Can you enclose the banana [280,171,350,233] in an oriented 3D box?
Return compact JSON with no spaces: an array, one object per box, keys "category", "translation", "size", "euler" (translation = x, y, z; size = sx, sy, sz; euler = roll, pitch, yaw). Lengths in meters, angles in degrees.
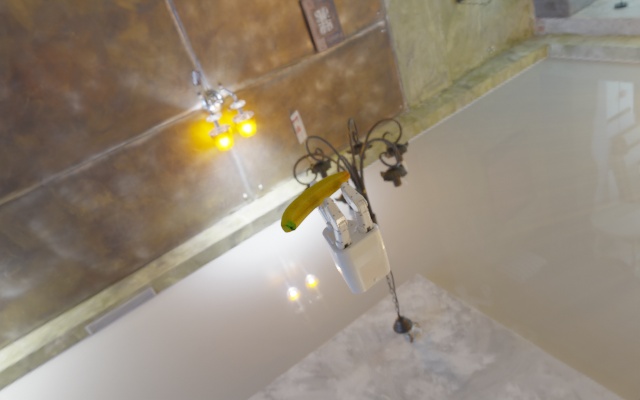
[{"category":"banana","translation":[-0.016,0.006,0.850],"size":[0.069,0.037,0.197],"euler":[-4,29,38]}]
